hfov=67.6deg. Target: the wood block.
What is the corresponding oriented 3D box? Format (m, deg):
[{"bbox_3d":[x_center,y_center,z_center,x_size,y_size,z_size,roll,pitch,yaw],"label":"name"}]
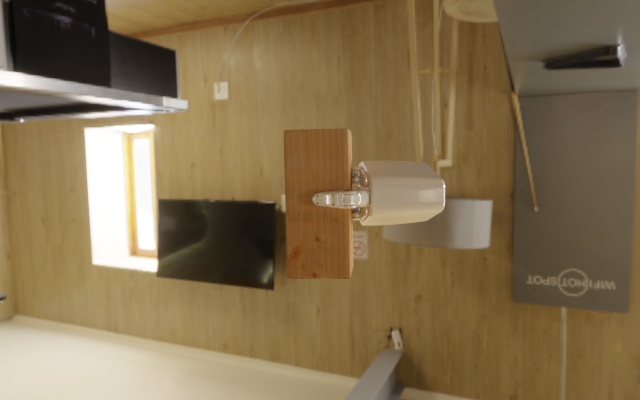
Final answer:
[{"bbox_3d":[0.000,0.002,0.694,0.090,0.206,0.091,-1,5,7],"label":"wood block"}]
